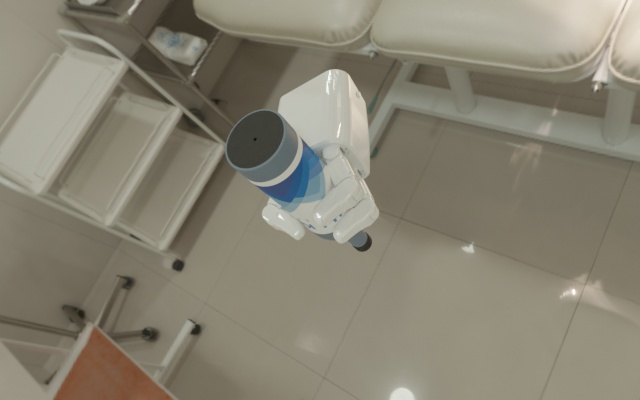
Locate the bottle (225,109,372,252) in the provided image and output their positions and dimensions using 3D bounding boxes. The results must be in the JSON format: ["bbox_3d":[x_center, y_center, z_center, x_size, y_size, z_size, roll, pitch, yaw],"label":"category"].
[{"bbox_3d":[0.000,0.002,0.563,0.069,0.069,0.296,0,-24,27],"label":"bottle"}]
